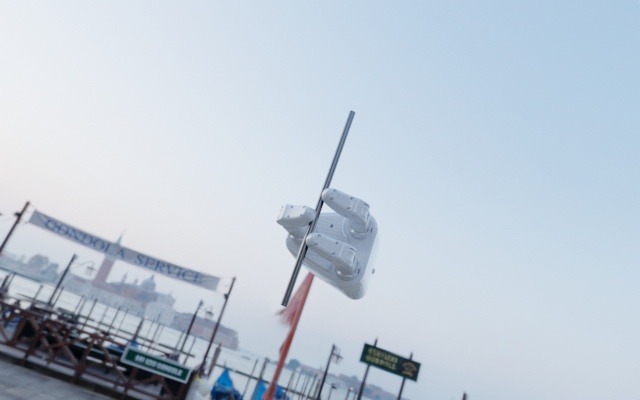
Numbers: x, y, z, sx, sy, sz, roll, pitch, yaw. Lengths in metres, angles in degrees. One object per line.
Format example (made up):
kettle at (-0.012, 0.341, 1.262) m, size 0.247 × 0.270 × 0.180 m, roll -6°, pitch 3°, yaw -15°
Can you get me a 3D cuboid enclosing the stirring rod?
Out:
stirring rod at (0.000, 0.002, 0.532) m, size 0.011 × 0.239 × 0.011 m, roll 17°, pitch -19°, yaw 6°
